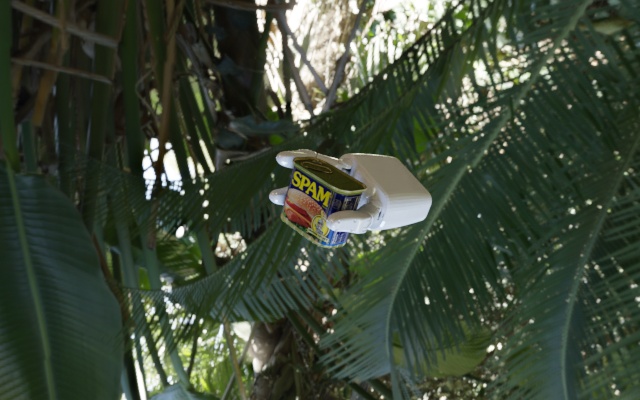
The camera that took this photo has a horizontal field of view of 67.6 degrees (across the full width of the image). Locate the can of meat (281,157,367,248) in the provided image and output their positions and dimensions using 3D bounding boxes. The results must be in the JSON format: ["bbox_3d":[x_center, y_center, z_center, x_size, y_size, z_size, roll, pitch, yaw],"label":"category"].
[{"bbox_3d":[0.000,0.002,0.614,0.057,0.084,0.102,-8,33,-46],"label":"can of meat"}]
